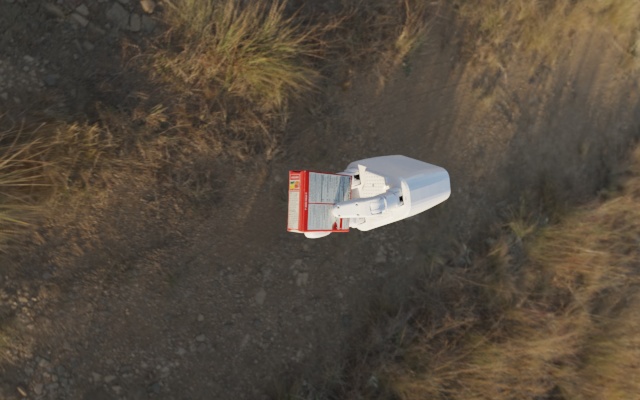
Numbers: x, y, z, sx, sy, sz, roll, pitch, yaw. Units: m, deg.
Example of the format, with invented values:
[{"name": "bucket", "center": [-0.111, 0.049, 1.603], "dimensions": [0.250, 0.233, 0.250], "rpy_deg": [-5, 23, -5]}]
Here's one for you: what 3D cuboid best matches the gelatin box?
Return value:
[{"name": "gelatin box", "center": [0.000, 0.002, 0.592], "dimensions": [0.030, 0.073, 0.089], "rpy_deg": [2, 0, 43]}]
